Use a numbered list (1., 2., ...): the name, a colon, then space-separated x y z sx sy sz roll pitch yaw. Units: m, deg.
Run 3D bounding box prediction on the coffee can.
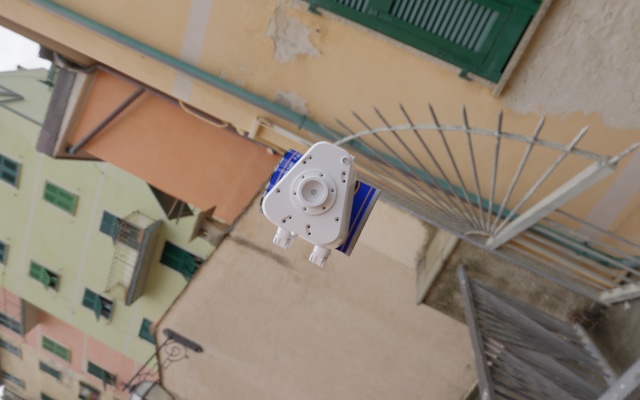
1. coffee can: 0.000 0.002 0.671 0.140 0.103 0.103 26 3 6
